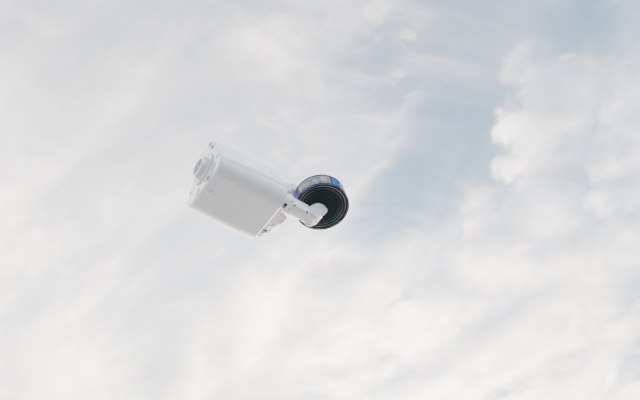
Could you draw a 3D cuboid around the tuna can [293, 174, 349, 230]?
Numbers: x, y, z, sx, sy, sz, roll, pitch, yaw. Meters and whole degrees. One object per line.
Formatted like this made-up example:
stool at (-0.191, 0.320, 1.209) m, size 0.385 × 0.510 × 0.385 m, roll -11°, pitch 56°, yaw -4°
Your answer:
tuna can at (0.000, 0.002, 0.753) m, size 0.086 × 0.086 × 0.033 m, roll 0°, pitch 33°, yaw -10°
